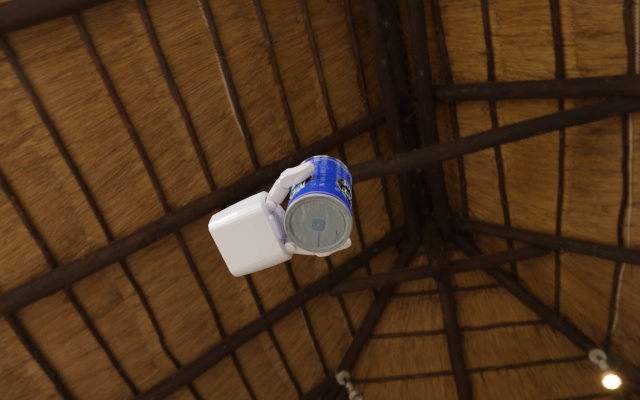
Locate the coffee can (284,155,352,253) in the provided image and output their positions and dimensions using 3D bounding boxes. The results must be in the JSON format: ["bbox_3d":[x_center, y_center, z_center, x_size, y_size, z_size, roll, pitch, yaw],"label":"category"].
[{"bbox_3d":[0.000,0.002,0.771,0.103,0.103,0.140,0,30,4],"label":"coffee can"}]
